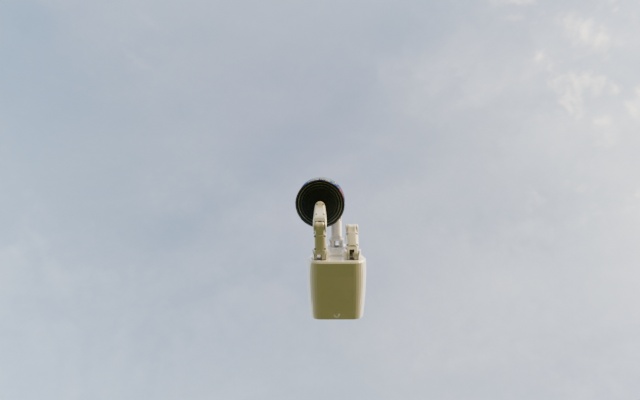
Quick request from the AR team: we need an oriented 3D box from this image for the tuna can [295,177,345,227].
[{"bbox_3d":[0.000,0.003,0.837,0.086,0.086,0.033,0,14,4],"label":"tuna can"}]
